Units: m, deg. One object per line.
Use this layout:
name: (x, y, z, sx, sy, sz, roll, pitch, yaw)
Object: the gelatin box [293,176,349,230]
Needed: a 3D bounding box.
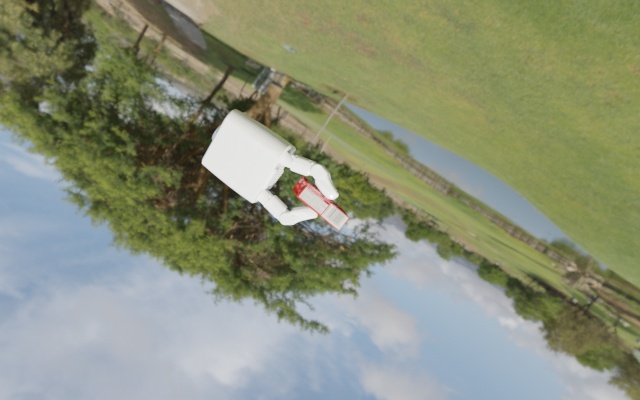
gelatin box: (0.000, 0.003, 0.761, 0.089, 0.030, 0.073, 40, 4, -12)
